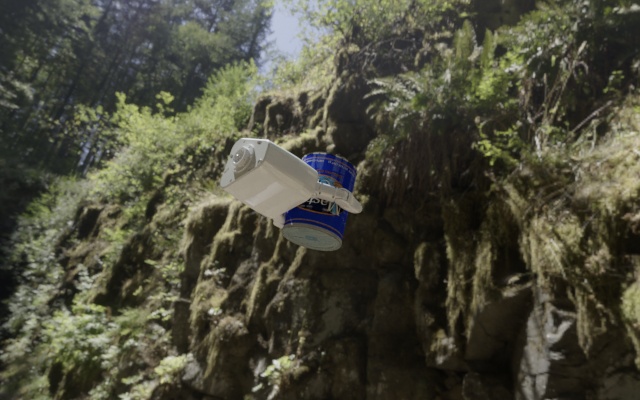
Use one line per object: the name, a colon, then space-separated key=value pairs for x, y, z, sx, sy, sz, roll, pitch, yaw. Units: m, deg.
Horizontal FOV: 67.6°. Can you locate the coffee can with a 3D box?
coffee can: x=0.000 y=0.003 z=0.820 sx=0.103 sy=0.140 sz=0.103 roll=12 pitch=-24 yaw=5
